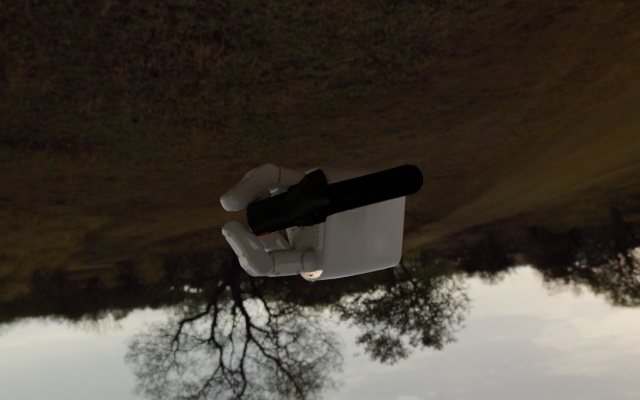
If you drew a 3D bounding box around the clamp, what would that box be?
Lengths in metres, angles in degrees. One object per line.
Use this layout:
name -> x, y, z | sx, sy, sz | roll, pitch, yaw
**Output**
clamp -> 0.000, 0.002, 0.409 | 0.120, 0.039, 0.171 | -1, -9, -33
